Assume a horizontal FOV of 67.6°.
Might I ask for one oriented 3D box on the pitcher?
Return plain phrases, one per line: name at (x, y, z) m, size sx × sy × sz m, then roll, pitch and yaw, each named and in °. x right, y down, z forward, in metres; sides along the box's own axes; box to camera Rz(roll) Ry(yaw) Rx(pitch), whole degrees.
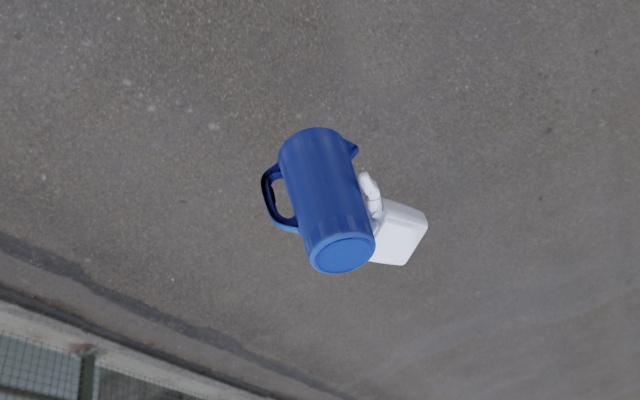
pitcher at (0.000, 0.003, 0.812) m, size 0.145 × 0.242 × 0.149 m, roll 17°, pitch -51°, yaw -32°
